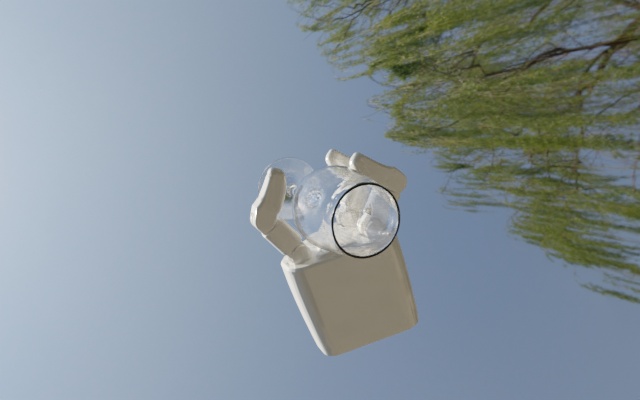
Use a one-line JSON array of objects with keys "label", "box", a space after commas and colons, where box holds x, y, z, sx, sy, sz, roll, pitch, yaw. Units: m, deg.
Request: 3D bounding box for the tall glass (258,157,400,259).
[{"label": "tall glass", "box": [0.000, 0.001, 0.468, 0.079, 0.079, 0.201, 0, 8, -22]}]
